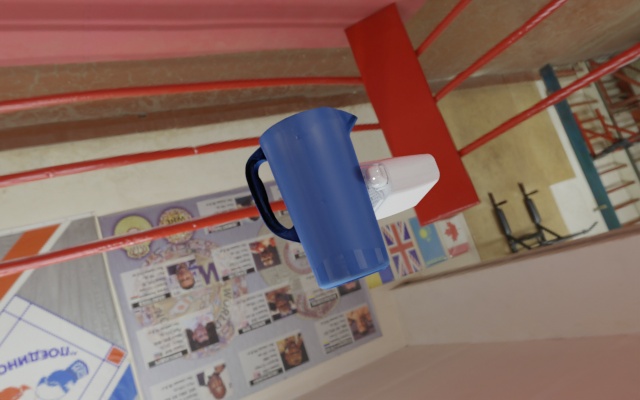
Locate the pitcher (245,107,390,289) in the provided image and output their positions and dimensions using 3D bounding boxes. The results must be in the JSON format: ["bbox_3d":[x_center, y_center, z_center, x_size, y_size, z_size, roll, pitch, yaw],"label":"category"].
[{"bbox_3d":[0.000,0.002,0.694,0.145,0.243,0.149,-14,-11,-33],"label":"pitcher"}]
